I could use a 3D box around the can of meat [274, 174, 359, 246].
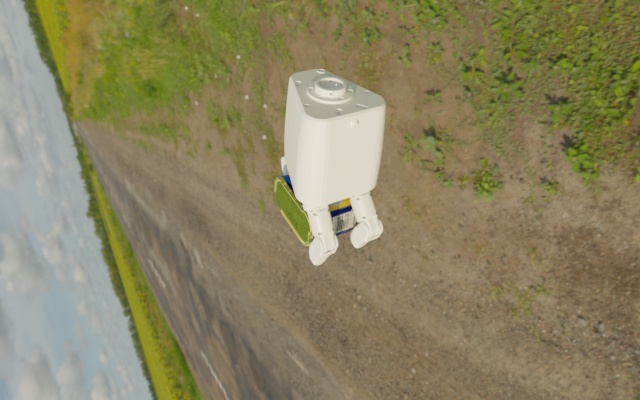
[{"bbox_3d":[0.000,0.002,0.592,0.084,0.057,0.102,-17,47,-24],"label":"can of meat"}]
